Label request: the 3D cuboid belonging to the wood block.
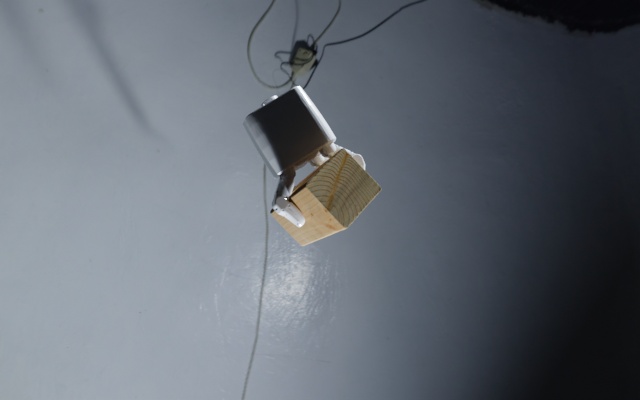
[{"bbox_3d":[0.000,0.002,0.791,0.090,0.090,0.206,-45,5,-23],"label":"wood block"}]
